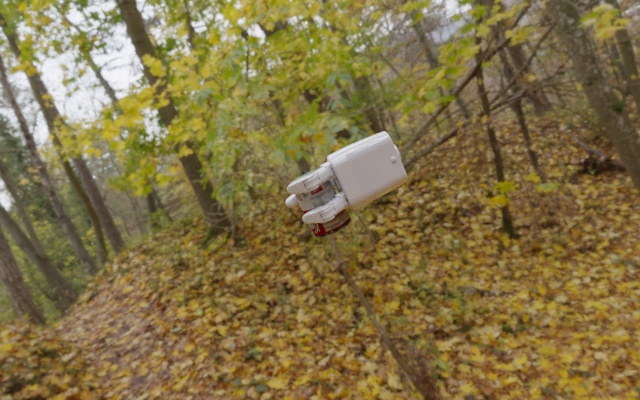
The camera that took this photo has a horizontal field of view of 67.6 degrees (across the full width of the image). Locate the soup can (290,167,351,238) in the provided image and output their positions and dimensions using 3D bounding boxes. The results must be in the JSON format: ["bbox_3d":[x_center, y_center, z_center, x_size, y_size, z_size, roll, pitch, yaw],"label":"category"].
[{"bbox_3d":[0.000,0.003,0.807,0.068,0.102,0.068,-25,11,5],"label":"soup can"}]
